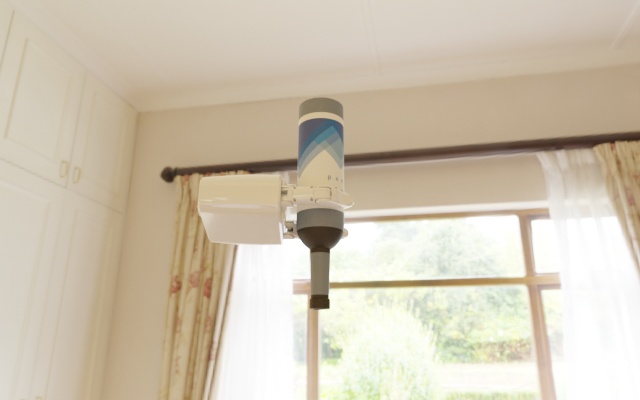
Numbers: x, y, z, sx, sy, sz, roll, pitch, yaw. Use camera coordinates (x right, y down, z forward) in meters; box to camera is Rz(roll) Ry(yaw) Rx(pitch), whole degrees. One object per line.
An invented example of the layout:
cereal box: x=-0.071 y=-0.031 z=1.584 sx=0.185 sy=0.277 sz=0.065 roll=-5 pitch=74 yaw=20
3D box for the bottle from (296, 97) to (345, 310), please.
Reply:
bottle: x=0.000 y=0.002 z=0.670 sx=0.069 sy=0.295 sz=0.069 roll=0 pitch=-18 yaw=0
